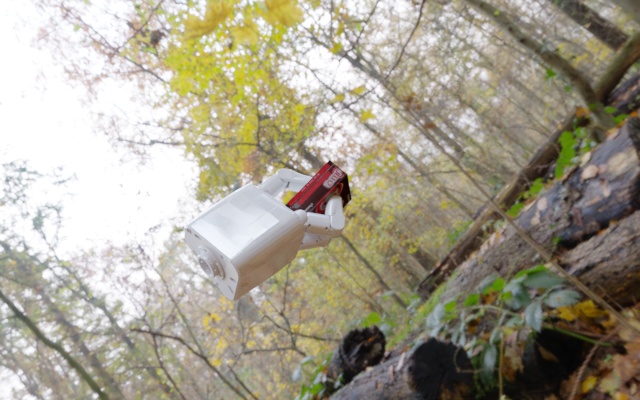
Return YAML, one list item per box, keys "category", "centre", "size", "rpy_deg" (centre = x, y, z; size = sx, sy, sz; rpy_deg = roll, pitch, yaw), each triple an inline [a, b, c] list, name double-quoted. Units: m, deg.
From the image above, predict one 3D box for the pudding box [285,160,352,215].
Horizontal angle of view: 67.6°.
- category: "pudding box"
  centre: [0.000, 0.002, 0.680]
  size: [0.039, 0.090, 0.113]
  rpy_deg: [43, -8, 15]
